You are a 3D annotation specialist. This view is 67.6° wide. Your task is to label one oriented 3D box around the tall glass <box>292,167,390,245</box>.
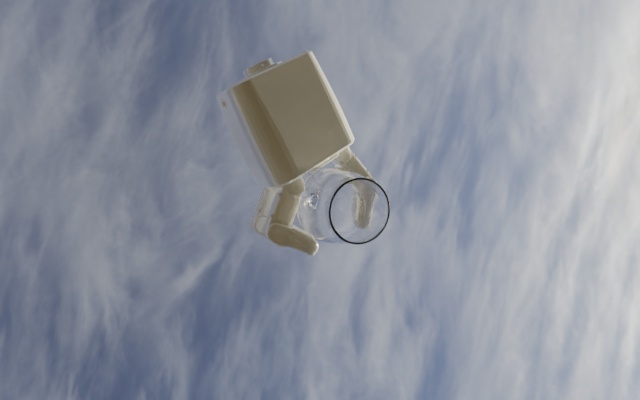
[{"bbox_3d":[0.000,0.002,0.525,0.079,0.079,0.201,0,5,-22],"label":"tall glass"}]
